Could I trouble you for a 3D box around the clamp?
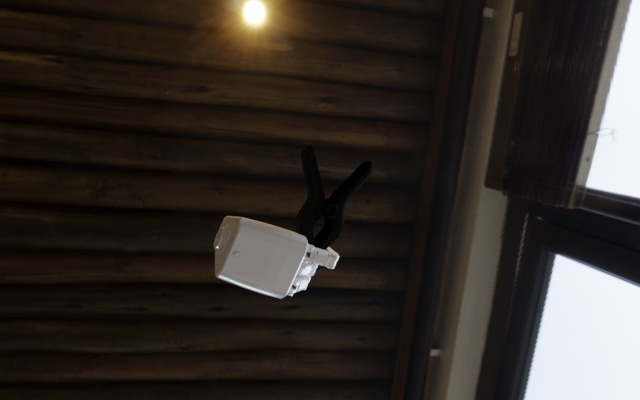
[{"bbox_3d":[0.000,0.002,0.715,0.120,0.171,0.039,21,5,-26],"label":"clamp"}]
